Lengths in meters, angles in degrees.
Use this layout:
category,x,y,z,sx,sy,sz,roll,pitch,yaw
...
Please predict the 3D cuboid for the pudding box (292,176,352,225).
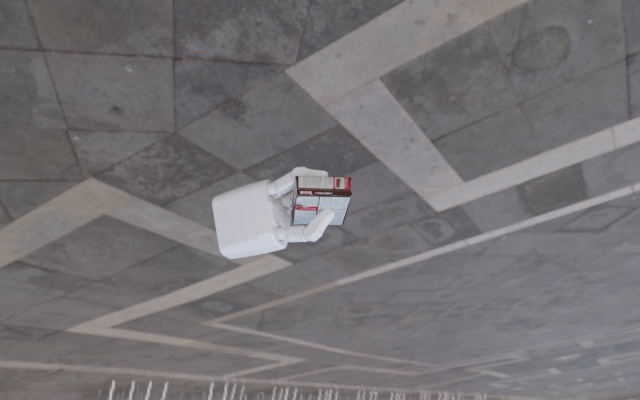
category,x,y,z,sx,sy,sz,roll,pitch,yaw
pudding box,0.000,0.003,0.782,0.090,0.039,0.113,1,-26,-6
